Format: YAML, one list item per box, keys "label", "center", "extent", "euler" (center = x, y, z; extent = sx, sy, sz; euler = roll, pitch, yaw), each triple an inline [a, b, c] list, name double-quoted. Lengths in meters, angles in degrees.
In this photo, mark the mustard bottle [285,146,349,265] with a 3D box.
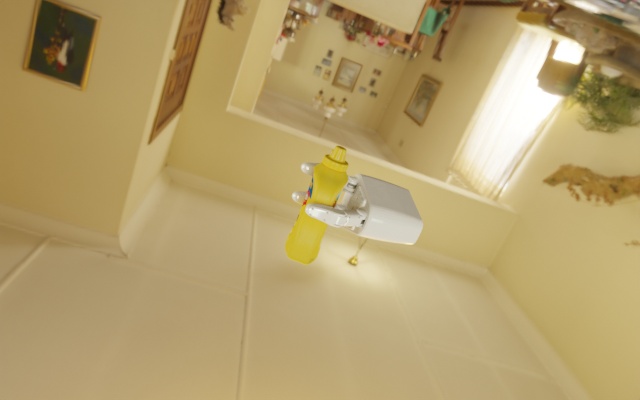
- label: "mustard bottle"
  center: [0.000, 0.003, 0.769]
  extent: [0.058, 0.192, 0.096]
  euler: [22, 19, -1]
